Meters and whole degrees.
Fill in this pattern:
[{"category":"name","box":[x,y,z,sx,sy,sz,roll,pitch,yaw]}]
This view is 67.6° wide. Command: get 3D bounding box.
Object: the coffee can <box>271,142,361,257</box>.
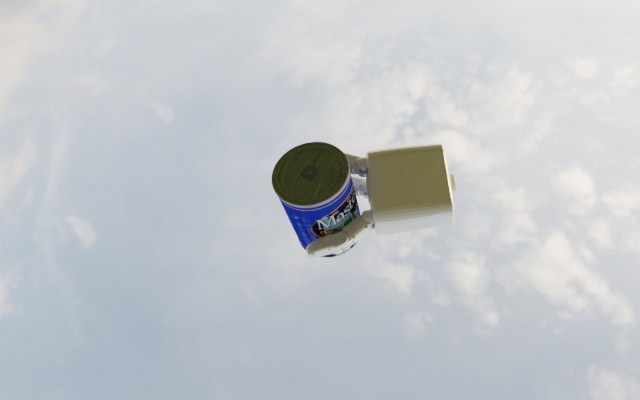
[{"category":"coffee can","box":[0.000,0.002,0.666,0.103,0.102,0.140,0,-34,14]}]
